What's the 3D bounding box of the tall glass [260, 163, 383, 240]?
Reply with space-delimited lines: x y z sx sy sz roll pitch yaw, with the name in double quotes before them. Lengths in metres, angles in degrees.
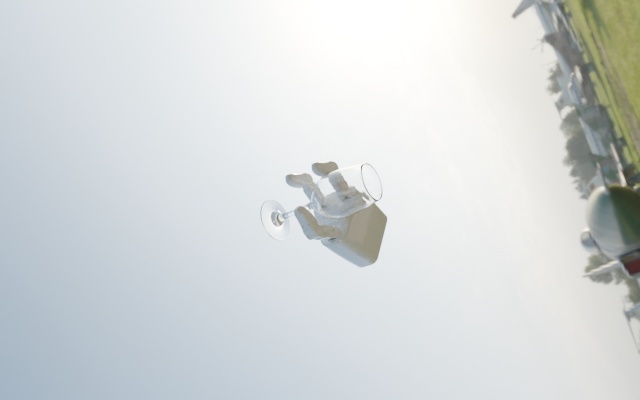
"tall glass" -0.001 0.003 0.779 0.201 0.079 0.079 -22 -12 32
